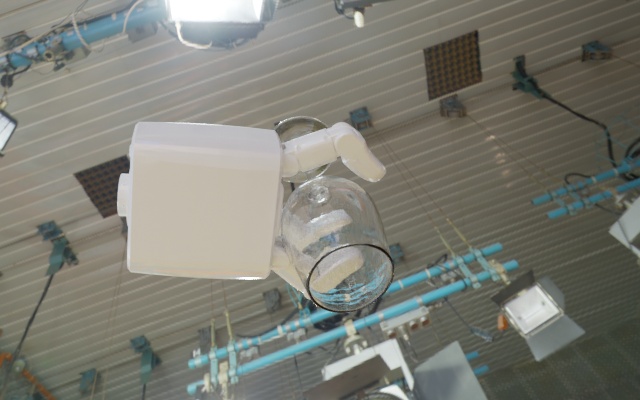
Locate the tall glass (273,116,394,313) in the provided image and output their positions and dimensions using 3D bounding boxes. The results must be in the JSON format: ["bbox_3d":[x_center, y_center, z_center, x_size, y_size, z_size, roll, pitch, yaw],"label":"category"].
[{"bbox_3d":[0.000,0.001,0.403,0.079,0.079,0.201,0,32,-15],"label":"tall glass"}]
